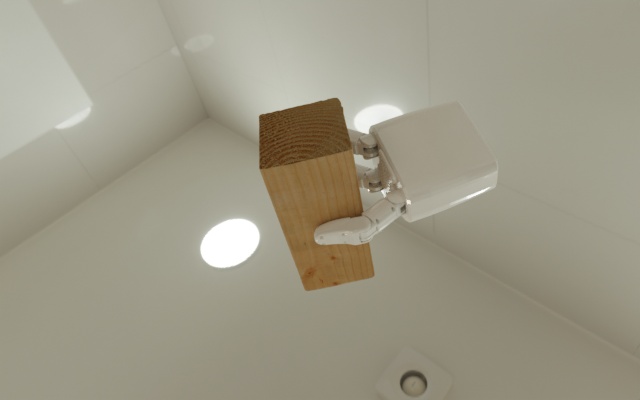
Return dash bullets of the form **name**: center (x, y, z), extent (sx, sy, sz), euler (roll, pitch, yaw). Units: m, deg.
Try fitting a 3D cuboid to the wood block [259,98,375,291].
- **wood block**: center (0.001, 0.002, 0.541), extent (0.090, 0.090, 0.206), euler (-12, -45, 3)
